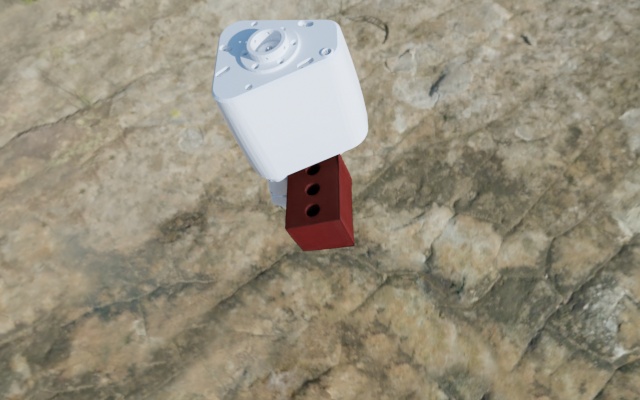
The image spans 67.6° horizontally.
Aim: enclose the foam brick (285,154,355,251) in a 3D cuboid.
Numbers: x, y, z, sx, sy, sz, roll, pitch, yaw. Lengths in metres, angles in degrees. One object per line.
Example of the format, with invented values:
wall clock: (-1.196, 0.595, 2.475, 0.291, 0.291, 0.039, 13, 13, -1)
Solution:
foam brick: (0.000, 0.002, 0.452, 0.053, 0.078, 0.051, -10, -32, 15)
